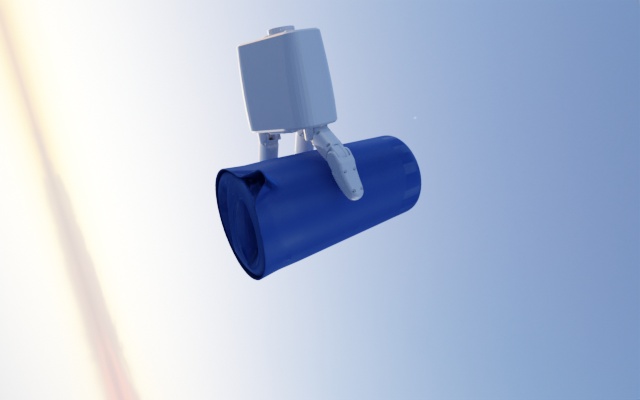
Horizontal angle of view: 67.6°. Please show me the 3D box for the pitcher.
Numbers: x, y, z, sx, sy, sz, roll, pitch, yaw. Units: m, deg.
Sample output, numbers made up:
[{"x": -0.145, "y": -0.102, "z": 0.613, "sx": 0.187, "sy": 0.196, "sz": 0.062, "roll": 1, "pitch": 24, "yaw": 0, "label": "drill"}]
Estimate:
[{"x": 0.000, "y": 0.002, "z": 0.601, "sx": 0.243, "sy": 0.145, "sz": 0.149, "roll": -18, "pitch": 14, "yaw": -27, "label": "pitcher"}]
